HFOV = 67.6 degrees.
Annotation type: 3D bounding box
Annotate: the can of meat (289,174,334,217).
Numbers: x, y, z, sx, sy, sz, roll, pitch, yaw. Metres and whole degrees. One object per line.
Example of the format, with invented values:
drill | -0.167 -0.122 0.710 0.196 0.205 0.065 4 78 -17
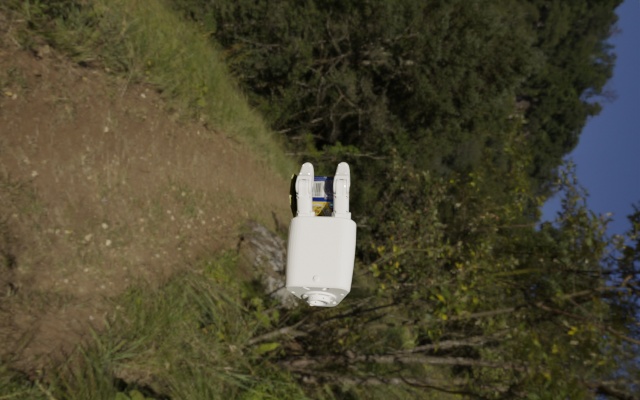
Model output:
can of meat | 0.000 0.003 0.764 0.084 0.057 0.102 2 -30 7
